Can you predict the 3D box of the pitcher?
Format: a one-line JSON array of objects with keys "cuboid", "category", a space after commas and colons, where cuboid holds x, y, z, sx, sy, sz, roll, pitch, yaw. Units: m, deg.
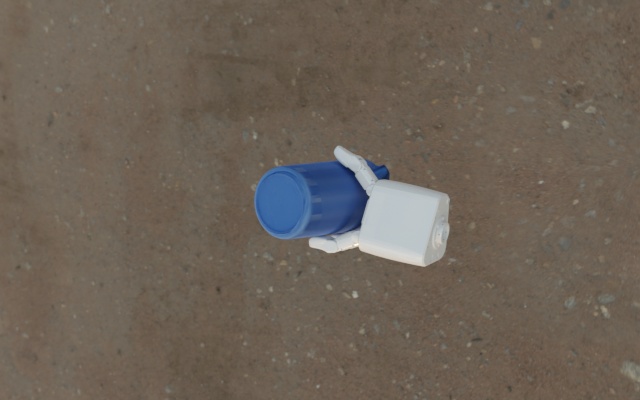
[{"cuboid": [0.000, 0.003, 0.794, 0.145, 0.149, 0.243, 16, 12, 32], "category": "pitcher"}]
